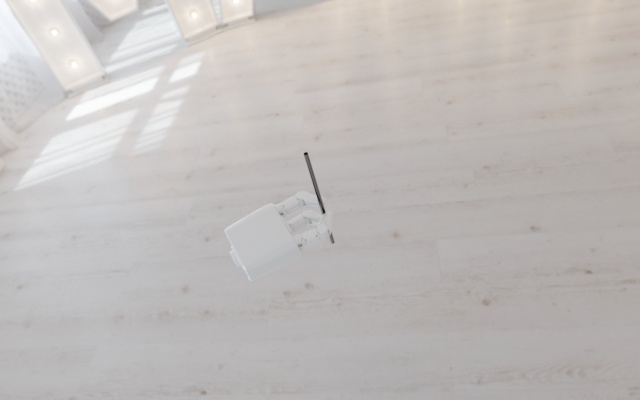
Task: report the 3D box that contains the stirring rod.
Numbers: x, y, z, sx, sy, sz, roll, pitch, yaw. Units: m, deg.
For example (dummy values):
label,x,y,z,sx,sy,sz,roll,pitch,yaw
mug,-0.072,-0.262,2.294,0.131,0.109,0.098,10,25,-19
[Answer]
label,x,y,z,sx,sy,sz,roll,pitch,yaw
stirring rod,0.000,0.003,0.898,0.011,0.011,0.240,0,-44,17
